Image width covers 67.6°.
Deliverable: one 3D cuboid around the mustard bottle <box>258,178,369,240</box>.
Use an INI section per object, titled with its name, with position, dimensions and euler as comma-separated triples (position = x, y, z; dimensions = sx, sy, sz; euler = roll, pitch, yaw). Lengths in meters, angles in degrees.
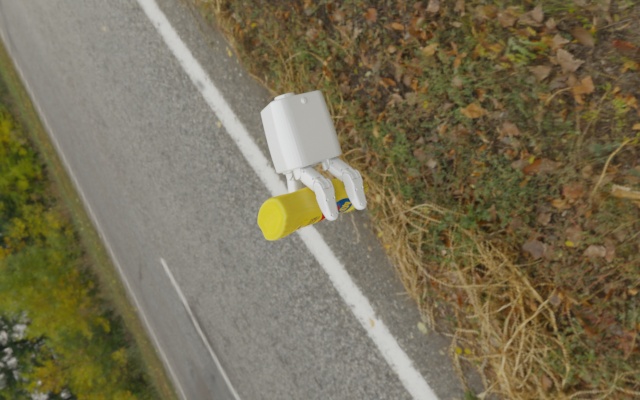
[mustard bottle]
position = 0.000, 0.003, 0.754
dimensions = 0.191, 0.058, 0.096
euler = -20, -16, -33
